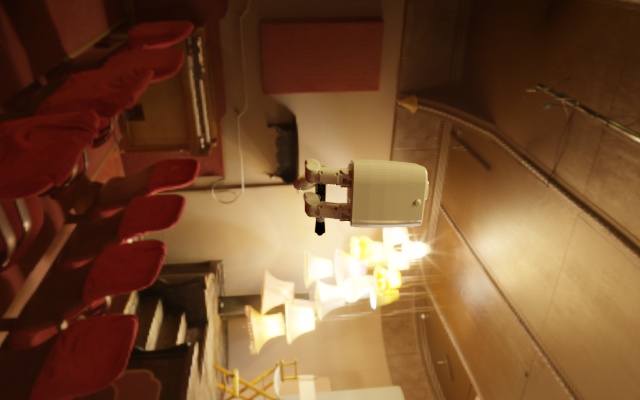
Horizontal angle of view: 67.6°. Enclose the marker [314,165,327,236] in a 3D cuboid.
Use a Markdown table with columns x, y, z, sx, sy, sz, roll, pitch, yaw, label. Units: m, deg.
| x | y | z | sx | sy | sz | roll | pitch | yaw | label |
| --- | --- | --- | --- | --- | --- | --- | --- | --- | --- |
| 0.000 | 0.002 | 0.754 | 0.020 | 0.121 | 0.020 | 1 | 26 | 0 | marker |
